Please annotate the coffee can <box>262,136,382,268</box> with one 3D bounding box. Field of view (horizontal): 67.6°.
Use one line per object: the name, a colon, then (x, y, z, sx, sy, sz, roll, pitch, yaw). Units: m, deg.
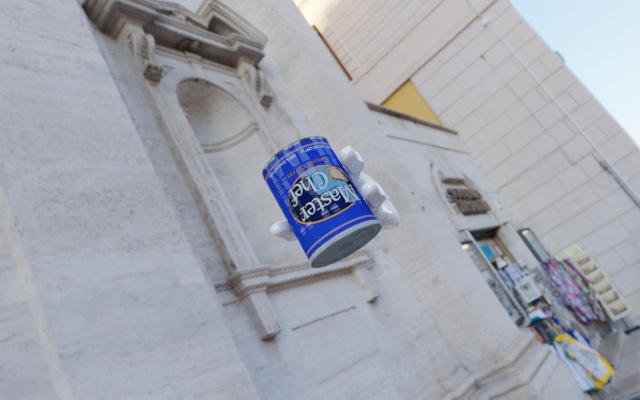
coffee can: (0.000, 0.002, 0.624, 0.103, 0.140, 0.103, -27, -20, -10)
